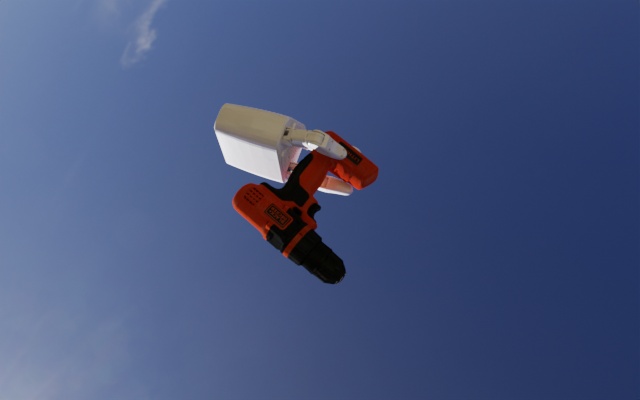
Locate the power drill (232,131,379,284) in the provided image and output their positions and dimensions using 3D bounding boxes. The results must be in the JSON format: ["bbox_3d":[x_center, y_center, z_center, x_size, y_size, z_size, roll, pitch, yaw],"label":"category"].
[{"bbox_3d":[0.000,0.002,0.673,0.187,0.184,0.057,-46,-7,-29],"label":"power drill"}]
